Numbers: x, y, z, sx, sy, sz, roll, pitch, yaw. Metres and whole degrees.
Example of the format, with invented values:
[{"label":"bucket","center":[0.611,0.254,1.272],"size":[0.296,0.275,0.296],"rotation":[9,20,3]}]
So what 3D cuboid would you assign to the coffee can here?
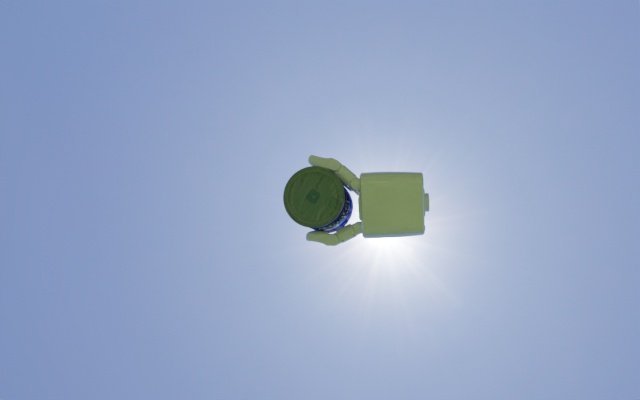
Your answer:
[{"label":"coffee can","center":[0.000,0.003,0.849],"size":[0.103,0.103,0.140],"rotation":[0,-8,10]}]
